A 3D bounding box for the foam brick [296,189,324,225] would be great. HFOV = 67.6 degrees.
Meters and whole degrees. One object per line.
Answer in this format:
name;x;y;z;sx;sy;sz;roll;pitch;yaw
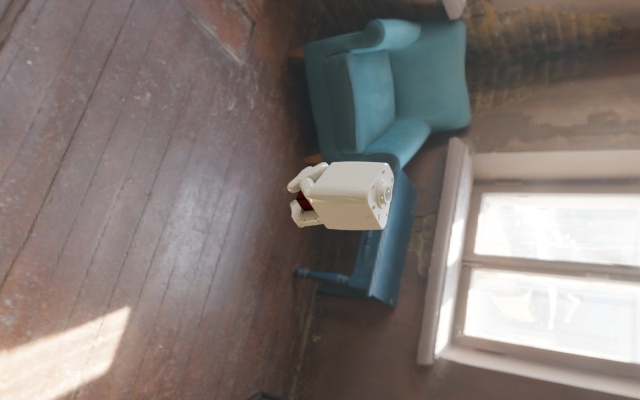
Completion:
foam brick;0.000;0.003;0.874;0.051;0.053;0.078;1;-37;31
